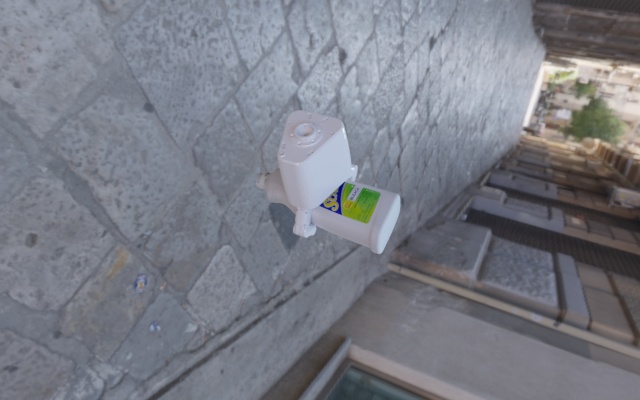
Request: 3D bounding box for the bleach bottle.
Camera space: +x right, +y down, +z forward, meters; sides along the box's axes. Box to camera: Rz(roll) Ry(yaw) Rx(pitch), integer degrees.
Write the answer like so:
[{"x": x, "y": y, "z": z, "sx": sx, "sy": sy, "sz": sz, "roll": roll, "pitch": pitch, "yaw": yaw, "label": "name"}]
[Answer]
[{"x": 0.000, "y": 0.003, "z": 0.804, "sx": 0.251, "sy": 0.102, "sz": 0.068, "roll": 17, "pitch": -32, "yaw": 21, "label": "bleach bottle"}]
